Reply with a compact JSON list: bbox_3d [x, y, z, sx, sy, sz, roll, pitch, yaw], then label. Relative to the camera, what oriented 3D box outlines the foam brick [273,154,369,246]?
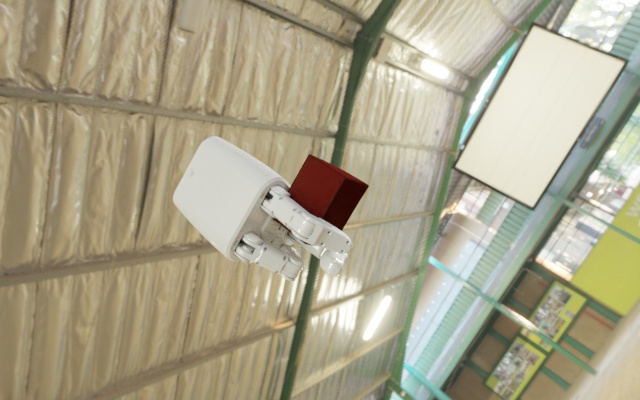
[{"bbox_3d":[0.000,0.001,0.482,0.051,0.078,0.053,36,10,31],"label":"foam brick"}]
